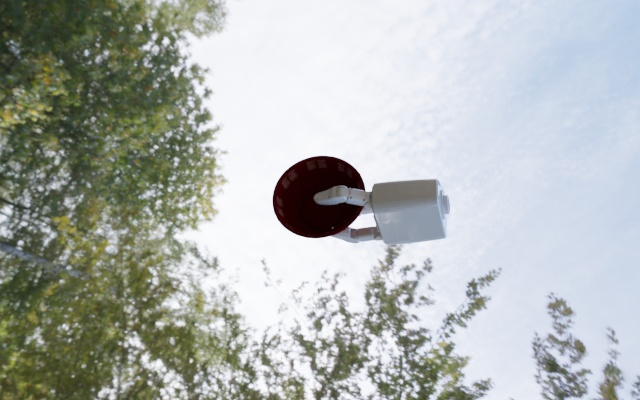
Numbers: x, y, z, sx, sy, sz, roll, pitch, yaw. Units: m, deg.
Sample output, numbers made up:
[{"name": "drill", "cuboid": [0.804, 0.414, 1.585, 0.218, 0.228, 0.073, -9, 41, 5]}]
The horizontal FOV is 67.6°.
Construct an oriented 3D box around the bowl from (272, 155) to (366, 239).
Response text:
[{"name": "bowl", "cuboid": [-0.001, 0.003, 0.832, 0.162, 0.162, 0.055, 0, -29, 10]}]
